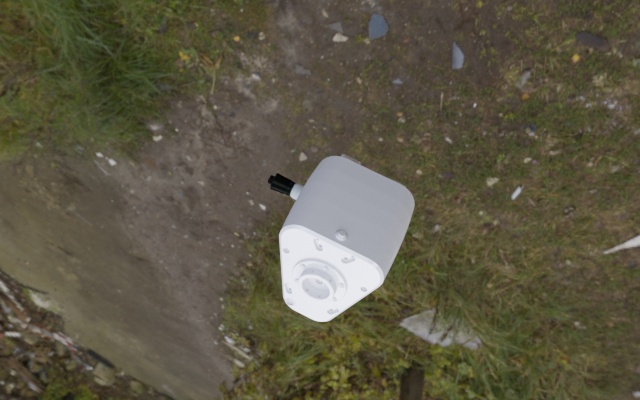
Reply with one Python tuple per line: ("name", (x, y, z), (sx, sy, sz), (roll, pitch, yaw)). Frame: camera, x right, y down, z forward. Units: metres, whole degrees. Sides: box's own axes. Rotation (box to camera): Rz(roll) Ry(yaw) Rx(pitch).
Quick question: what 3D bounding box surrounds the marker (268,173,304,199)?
("marker", (0.000, 0.002, 0.505), (0.121, 0.020, 0.020), (25, 2, 5))
